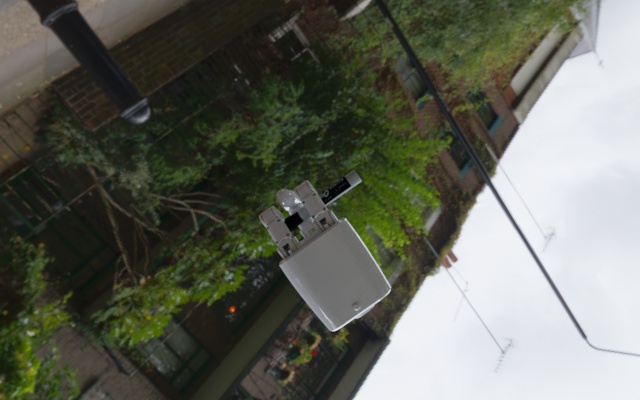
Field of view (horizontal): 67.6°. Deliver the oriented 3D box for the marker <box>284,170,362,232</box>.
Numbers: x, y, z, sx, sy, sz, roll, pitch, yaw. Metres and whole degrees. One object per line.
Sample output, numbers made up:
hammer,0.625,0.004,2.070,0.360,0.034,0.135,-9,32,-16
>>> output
marker,0.000,0.002,0.627,0.121,0.020,0.020,-36,-3,4
